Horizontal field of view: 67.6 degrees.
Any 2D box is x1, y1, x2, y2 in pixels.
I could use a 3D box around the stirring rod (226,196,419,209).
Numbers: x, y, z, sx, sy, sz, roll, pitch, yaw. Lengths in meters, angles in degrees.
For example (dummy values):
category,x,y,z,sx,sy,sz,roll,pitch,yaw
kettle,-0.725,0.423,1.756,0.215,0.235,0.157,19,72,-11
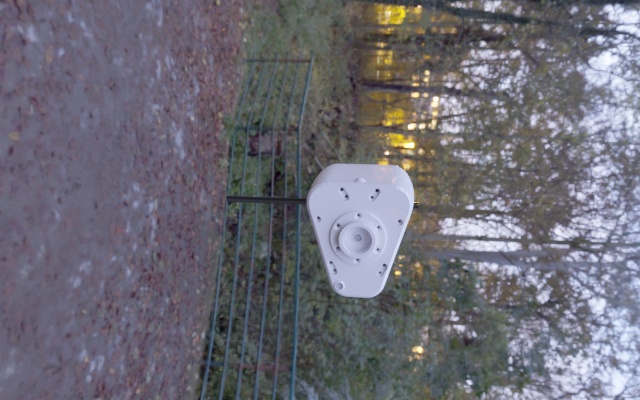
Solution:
category,x,y,z,sx,sy,sz,roll,pitch,yaw
stirring rod,0.000,0.002,0.597,0.239,0.011,0.011,2,0,7
